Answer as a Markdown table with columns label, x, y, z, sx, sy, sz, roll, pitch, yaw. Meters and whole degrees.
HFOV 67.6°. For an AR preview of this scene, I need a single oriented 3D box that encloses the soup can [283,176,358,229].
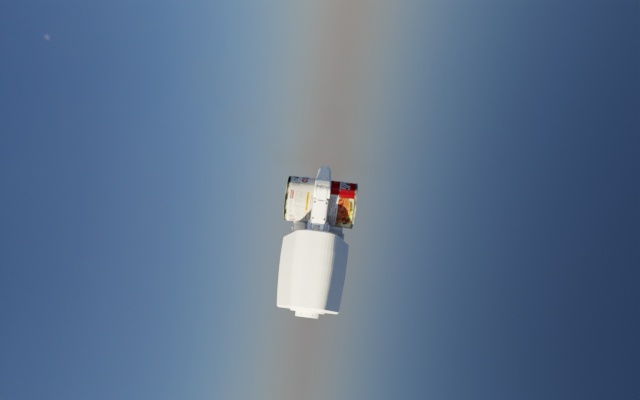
| label | x | y | z | sx | sy | sz | roll | pitch | yaw |
| --- | --- | --- | --- | --- | --- | --- | --- | --- | --- |
| soup can | 0.000 | 0.002 | 0.705 | 0.102 | 0.068 | 0.068 | 7 | 0 | 0 |
